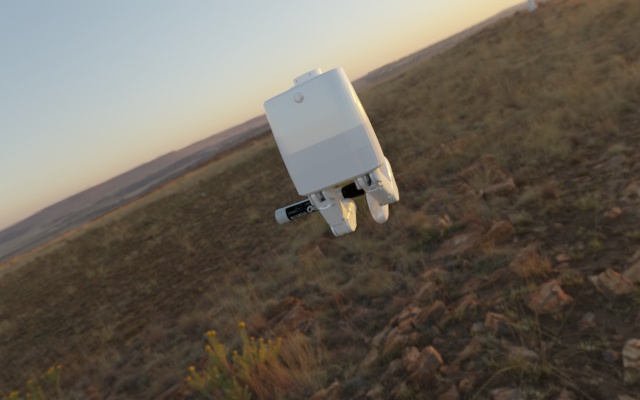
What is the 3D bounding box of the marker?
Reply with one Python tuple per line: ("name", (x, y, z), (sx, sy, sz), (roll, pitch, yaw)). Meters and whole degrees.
("marker", (0.000, 0.002, 0.580), (0.121, 0.020, 0.020), (-20, -8, 22))
